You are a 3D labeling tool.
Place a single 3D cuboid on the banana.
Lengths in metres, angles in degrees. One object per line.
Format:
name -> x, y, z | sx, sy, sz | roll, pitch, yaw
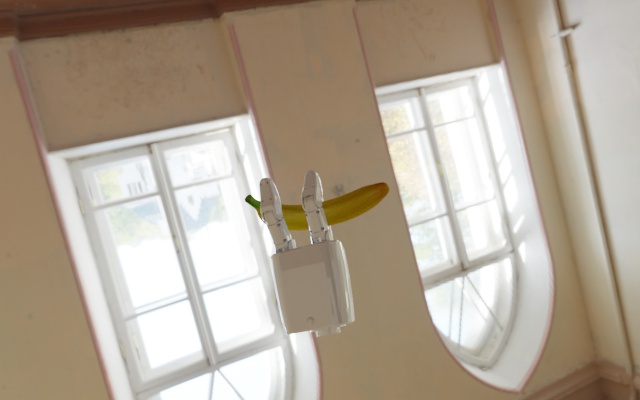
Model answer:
banana -> -0.002, 0.012, 0.670 | 0.198, 0.037, 0.070 | -7, -32, 1
